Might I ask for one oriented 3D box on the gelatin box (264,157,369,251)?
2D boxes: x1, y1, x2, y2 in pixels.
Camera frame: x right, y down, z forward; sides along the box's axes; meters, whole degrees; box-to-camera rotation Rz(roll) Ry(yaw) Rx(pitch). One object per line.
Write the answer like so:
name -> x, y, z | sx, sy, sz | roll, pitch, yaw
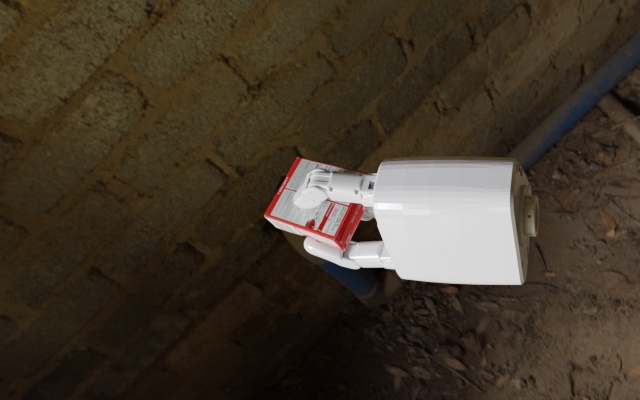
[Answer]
gelatin box -> 0.000, 0.001, 0.469 | 0.089, 0.073, 0.030 | 16, -21, 32
